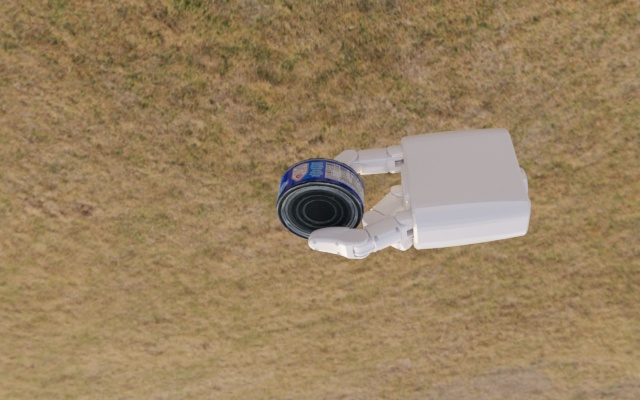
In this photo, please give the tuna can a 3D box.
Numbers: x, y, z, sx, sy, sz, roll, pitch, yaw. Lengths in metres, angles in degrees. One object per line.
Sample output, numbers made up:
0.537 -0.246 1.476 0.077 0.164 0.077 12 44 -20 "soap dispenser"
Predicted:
0.000 0.002 0.466 0.086 0.086 0.033 3 45 3 "tuna can"
